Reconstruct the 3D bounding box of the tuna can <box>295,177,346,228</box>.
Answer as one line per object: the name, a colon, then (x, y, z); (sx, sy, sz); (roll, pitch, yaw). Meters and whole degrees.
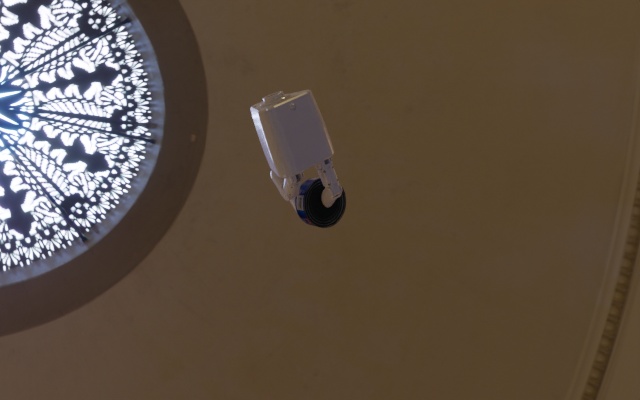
tuna can: (0.000, 0.003, 0.816); (0.086, 0.086, 0.034); (0, 4, -34)
